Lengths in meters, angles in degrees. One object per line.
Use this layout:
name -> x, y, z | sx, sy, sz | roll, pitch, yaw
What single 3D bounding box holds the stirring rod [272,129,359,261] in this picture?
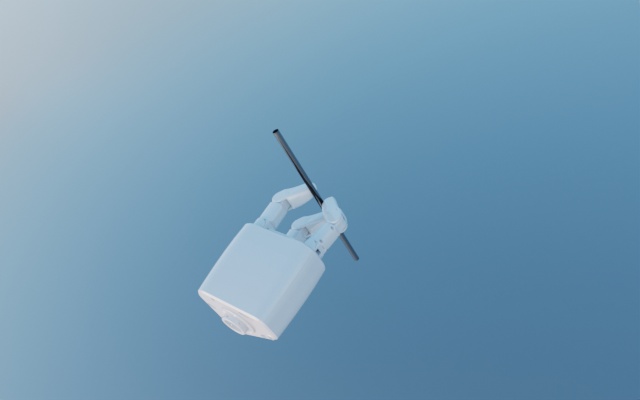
stirring rod -> 0.000, 0.002, 0.627 | 0.011, 0.011, 0.240 | 0, -44, 37
